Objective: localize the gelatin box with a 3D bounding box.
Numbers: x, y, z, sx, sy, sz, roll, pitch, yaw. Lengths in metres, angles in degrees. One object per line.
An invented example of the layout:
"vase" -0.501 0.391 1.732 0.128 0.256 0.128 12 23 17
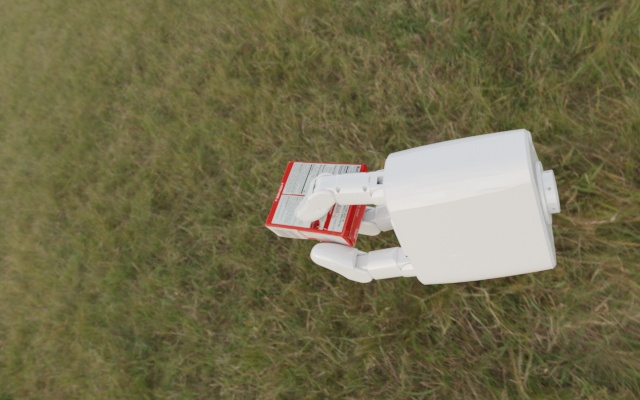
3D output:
"gelatin box" 0.000 0.001 0.457 0.089 0.073 0.030 5 -24 31
